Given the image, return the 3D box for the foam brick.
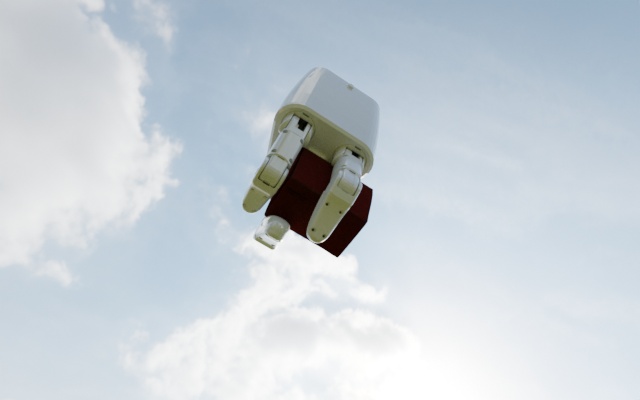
[{"bbox_3d":[0.000,0.002,0.424,0.078,0.053,0.051,32,36,-9],"label":"foam brick"}]
